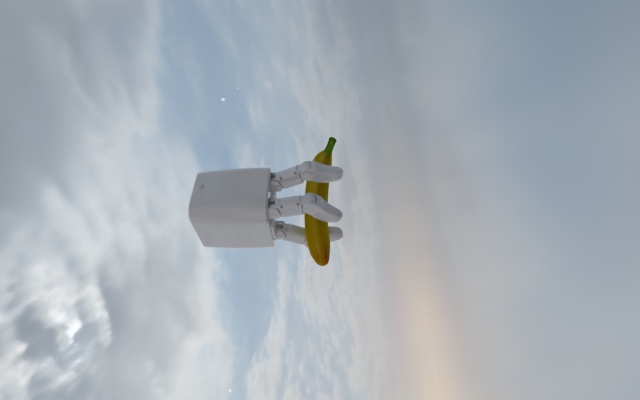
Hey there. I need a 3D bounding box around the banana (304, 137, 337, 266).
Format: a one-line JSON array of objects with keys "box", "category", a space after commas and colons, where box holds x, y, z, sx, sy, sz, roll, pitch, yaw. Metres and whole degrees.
[{"box": [-0.003, 0.006, 0.697, 0.037, 0.197, 0.070, 6, -24, -9], "category": "banana"}]
